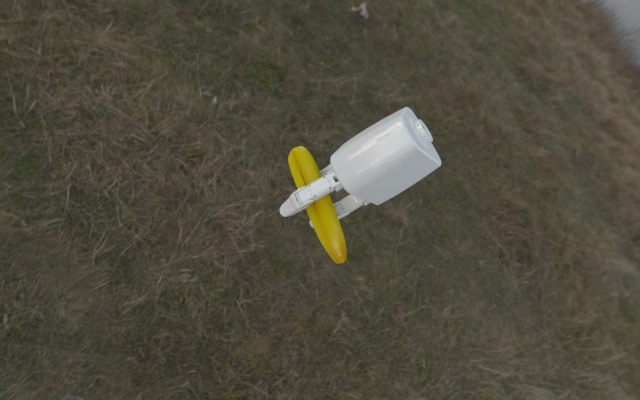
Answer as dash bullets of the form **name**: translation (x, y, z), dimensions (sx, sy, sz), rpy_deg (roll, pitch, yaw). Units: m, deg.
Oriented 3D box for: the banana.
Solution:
- **banana**: translation (-0.007, -0.008, 0.660), dimensions (0.037, 0.197, 0.070), rpy_deg (-26, -31, 6)
